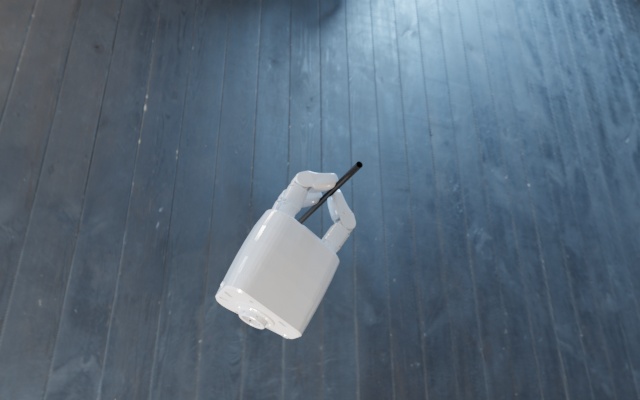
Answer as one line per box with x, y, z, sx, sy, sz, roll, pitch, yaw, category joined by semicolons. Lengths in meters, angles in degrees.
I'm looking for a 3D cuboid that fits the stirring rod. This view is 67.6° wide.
0.000;0.002;0.647;0.011;0.011;0.240;0;-21;-23;stirring rod
